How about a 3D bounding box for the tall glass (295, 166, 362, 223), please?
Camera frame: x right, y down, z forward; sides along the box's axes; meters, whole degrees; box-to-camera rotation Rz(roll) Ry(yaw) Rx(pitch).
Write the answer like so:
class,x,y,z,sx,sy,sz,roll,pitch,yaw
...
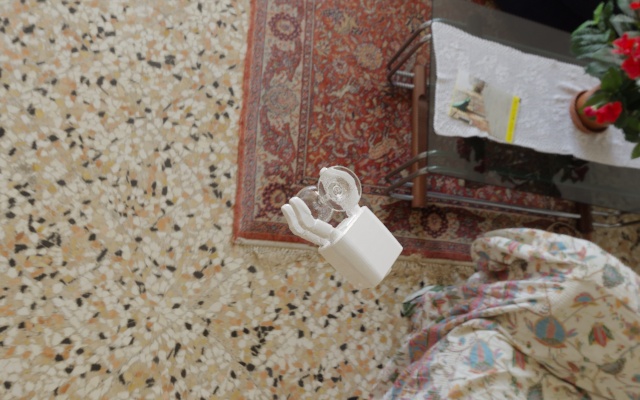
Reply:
class,x,y,z,sx,sy,sz,roll,pitch,yaw
tall glass,0.000,0.002,0.848,0.079,0.079,0.201,0,-12,-19
